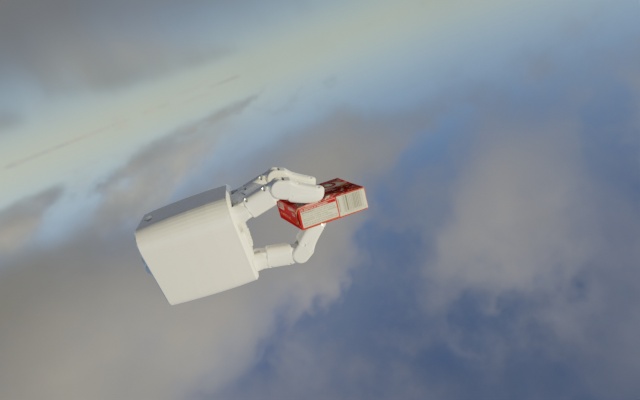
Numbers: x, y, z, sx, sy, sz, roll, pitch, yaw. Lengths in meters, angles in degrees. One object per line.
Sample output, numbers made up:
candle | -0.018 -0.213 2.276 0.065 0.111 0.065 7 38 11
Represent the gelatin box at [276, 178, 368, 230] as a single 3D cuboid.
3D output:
gelatin box | 0.000 0.002 0.569 0.089 0.030 0.073 -18 17 -19
